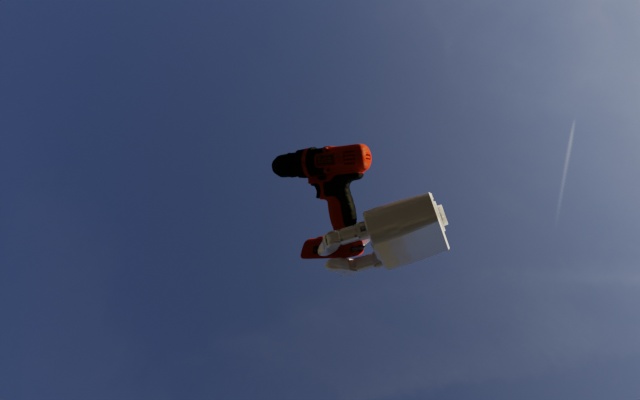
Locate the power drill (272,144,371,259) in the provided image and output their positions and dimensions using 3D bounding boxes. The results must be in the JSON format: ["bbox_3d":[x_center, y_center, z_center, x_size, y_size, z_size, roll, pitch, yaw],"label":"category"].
[{"bbox_3d":[0.000,0.003,0.802,0.184,0.187,0.057,-4,0,31],"label":"power drill"}]
